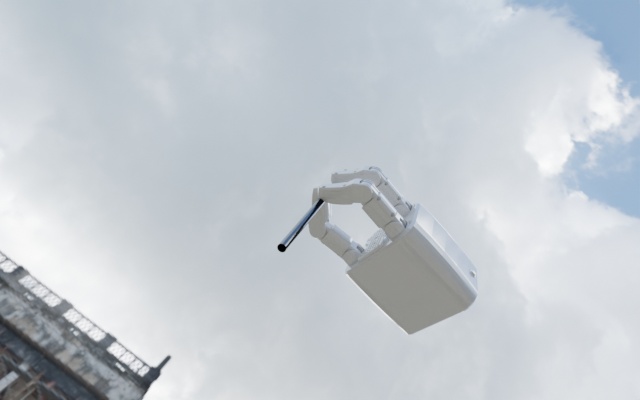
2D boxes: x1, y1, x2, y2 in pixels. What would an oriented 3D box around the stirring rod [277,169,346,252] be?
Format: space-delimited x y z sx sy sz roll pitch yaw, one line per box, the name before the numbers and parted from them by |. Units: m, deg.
stirring rod | 0.000 0.002 0.506 0.011 0.011 0.239 0 18 16
